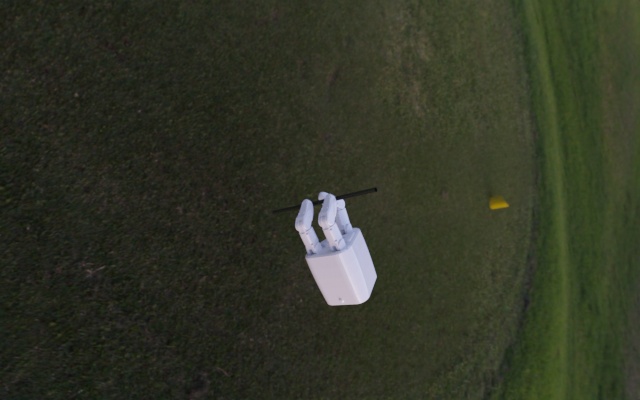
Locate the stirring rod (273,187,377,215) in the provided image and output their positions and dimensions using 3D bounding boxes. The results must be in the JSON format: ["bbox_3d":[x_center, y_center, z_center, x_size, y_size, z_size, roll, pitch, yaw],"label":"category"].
[{"bbox_3d":[0.000,0.003,0.865,0.239,0.011,0.011,-13,-8,39],"label":"stirring rod"}]
